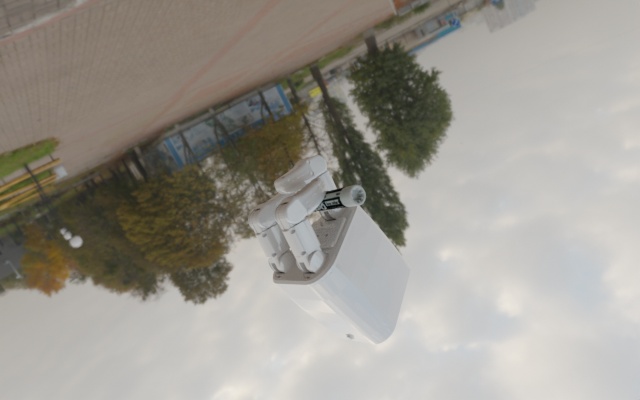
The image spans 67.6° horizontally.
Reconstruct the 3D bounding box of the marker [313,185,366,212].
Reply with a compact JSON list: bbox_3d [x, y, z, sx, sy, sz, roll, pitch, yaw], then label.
[{"bbox_3d":[0.000,0.002,0.475,0.020,0.020,0.121,0,-6,-34],"label":"marker"}]
